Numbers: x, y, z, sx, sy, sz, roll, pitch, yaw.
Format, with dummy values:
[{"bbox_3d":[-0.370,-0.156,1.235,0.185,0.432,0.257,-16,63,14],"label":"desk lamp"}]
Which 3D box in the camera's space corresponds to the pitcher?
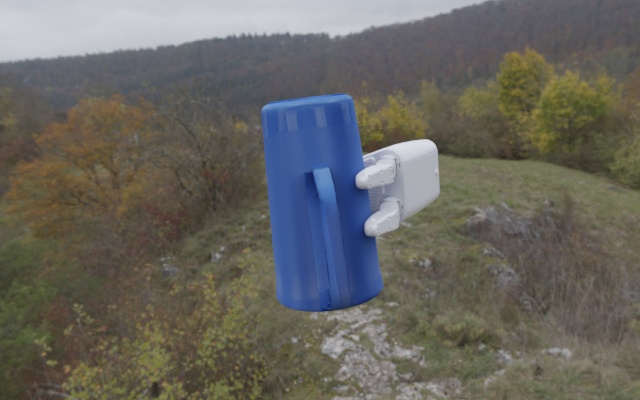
[{"bbox_3d":[0.000,0.002,0.564,0.149,0.243,0.145,3,15,40],"label":"pitcher"}]
